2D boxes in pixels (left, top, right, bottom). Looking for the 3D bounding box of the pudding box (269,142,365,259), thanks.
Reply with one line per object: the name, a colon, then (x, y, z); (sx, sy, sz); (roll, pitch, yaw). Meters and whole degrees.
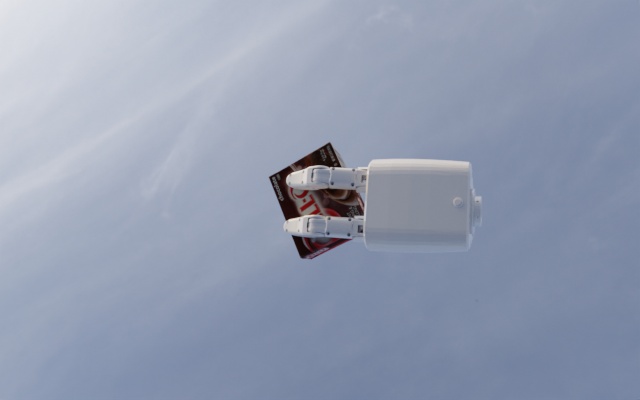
pudding box: (0.000, 0.002, 0.569); (0.090, 0.113, 0.039); (-28, -20, 15)
